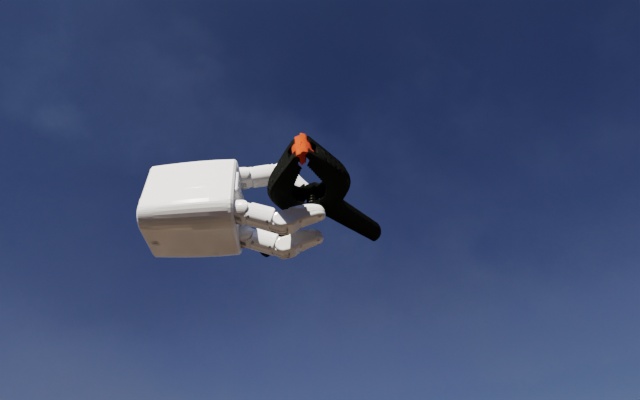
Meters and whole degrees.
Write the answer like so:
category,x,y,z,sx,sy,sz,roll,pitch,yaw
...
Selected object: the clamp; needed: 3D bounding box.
category,x,y,z,sx,sy,sz,roll,pitch,yaw
clamp,0.000,0.001,0.572,0.164,0.036,0.210,-5,-36,-5
